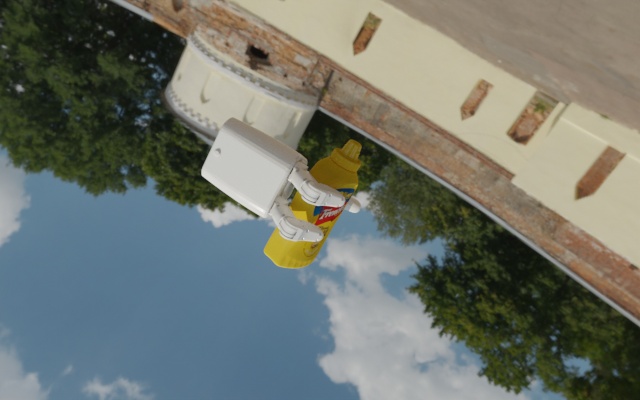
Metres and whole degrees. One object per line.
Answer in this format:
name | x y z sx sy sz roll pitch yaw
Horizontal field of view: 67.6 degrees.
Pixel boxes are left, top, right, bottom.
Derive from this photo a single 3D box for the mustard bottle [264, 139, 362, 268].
mustard bottle | 0.000 0.003 0.652 0.058 0.192 0.096 41 22 28
